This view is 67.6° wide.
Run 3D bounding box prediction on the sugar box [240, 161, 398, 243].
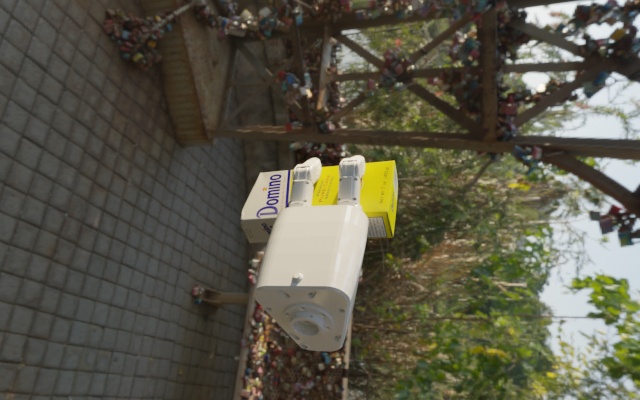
[{"bbox_3d":[0.000,0.002,0.564,0.176,0.048,0.093,-2,41,17],"label":"sugar box"}]
